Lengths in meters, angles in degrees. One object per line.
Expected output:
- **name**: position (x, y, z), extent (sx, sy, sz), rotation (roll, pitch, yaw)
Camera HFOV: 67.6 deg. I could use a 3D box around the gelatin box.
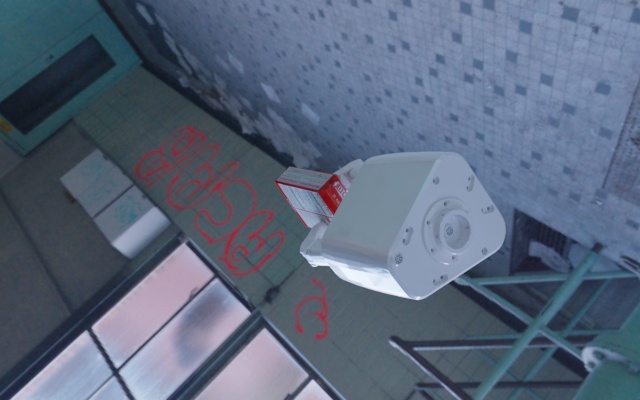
- **gelatin box**: position (0.000, 0.002, 0.517), extent (0.030, 0.073, 0.089), rotation (-47, 32, -21)
